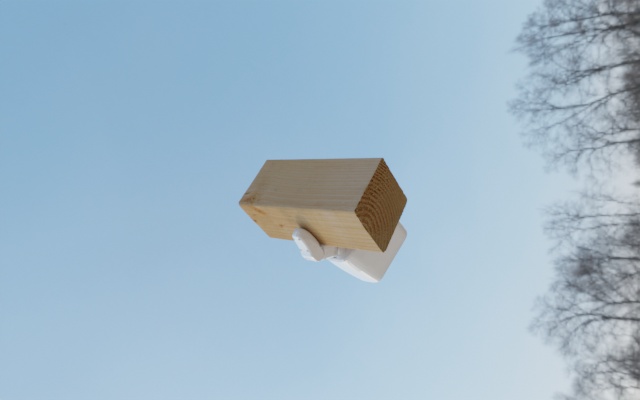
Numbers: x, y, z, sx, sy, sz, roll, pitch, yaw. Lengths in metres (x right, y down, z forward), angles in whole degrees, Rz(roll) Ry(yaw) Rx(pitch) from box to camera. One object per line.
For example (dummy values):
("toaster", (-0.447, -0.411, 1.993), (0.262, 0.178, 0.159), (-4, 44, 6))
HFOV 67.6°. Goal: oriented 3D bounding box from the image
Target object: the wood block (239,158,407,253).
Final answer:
("wood block", (0.000, 0.003, 0.663), (0.206, 0.090, 0.090), (3, -37, 40))
